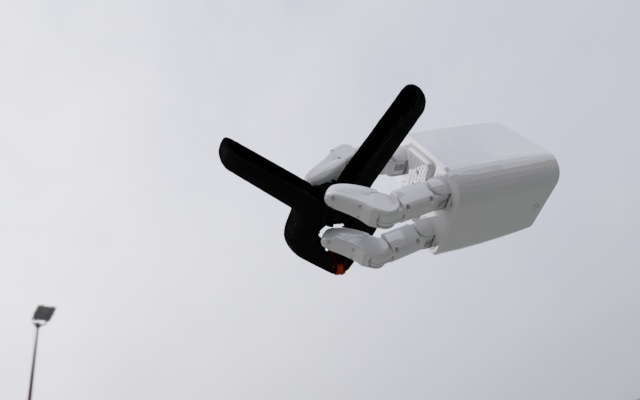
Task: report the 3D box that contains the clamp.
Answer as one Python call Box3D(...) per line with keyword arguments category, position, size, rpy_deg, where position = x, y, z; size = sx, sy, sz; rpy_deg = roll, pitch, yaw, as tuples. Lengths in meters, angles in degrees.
Box3D(category="clamp", position=(0.000, 0.001, 0.423), size=(0.164, 0.036, 0.210), rpy_deg=(-13, -41, -15))
